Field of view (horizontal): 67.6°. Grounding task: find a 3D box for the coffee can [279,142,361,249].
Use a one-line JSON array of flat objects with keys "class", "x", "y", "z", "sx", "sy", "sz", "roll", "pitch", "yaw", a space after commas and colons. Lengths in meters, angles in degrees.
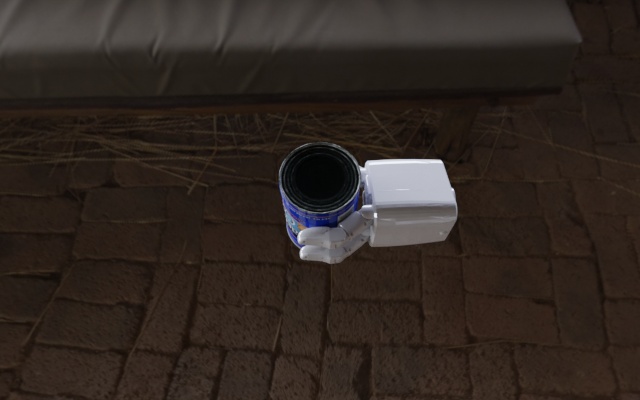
[{"class": "coffee can", "x": 0.000, "y": 0.002, "z": 0.649, "sx": 0.103, "sy": 0.102, "sz": 0.140, "roll": 0, "pitch": -27, "yaw": 1}]
